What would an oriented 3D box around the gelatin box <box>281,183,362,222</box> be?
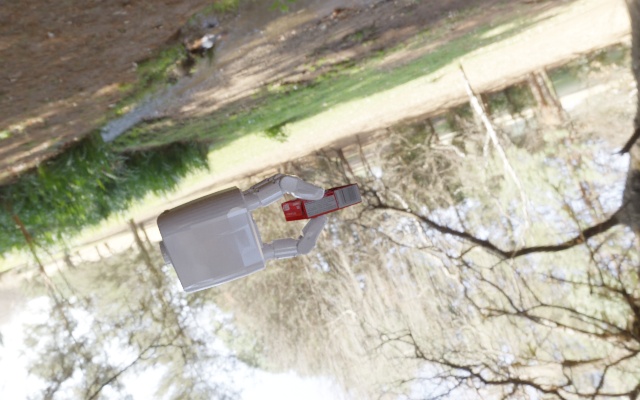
[{"bbox_3d":[0.001,0.002,0.652,0.089,0.030,0.073,-17,3,-24],"label":"gelatin box"}]
